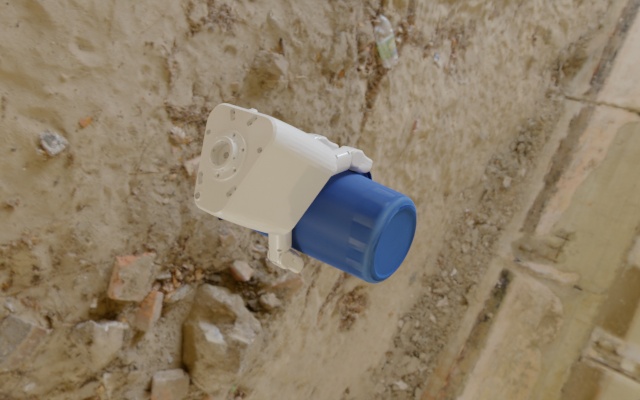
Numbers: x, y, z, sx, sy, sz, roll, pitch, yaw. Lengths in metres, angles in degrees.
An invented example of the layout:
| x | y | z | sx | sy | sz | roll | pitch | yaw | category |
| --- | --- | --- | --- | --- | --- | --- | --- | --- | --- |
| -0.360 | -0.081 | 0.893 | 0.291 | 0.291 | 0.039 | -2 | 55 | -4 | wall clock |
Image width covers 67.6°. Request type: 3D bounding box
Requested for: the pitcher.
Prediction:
| x | y | z | sx | sy | sz | roll | pitch | yaw | category |
| --- | --- | --- | --- | --- | --- | --- | --- | --- | --- |
| 0.000 | 0.002 | 0.610 | 0.242 | 0.149 | 0.145 | 23 | 0 | 34 | pitcher |
